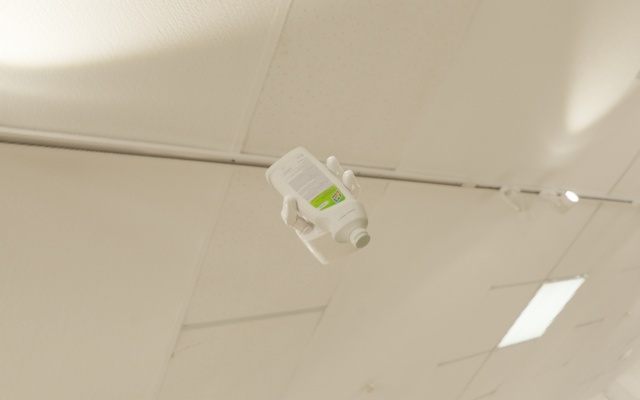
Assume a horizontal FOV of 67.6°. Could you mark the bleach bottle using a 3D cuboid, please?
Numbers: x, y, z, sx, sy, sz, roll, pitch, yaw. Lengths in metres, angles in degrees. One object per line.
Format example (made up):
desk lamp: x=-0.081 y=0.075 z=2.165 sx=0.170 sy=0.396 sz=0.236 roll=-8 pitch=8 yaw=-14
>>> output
bleach bottle: x=0.000 y=0.003 z=0.858 sx=0.250 sy=0.102 sz=0.068 roll=48 pitch=-5 yaw=42
